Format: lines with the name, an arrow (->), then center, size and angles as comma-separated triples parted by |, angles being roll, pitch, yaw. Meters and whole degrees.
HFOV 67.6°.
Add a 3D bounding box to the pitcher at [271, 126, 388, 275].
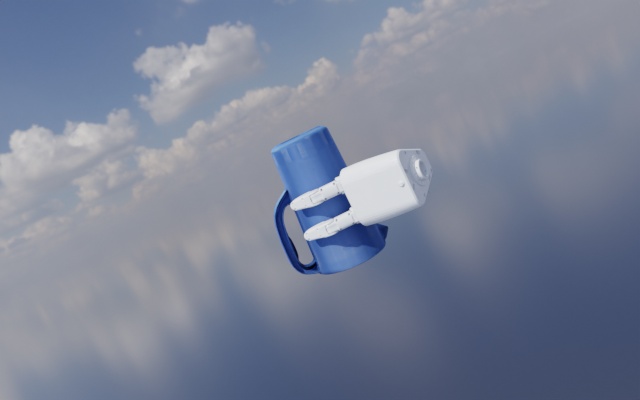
pitcher -> 0.000, 0.003, 0.839 | 0.145, 0.243, 0.149 | -20, 9, 34
